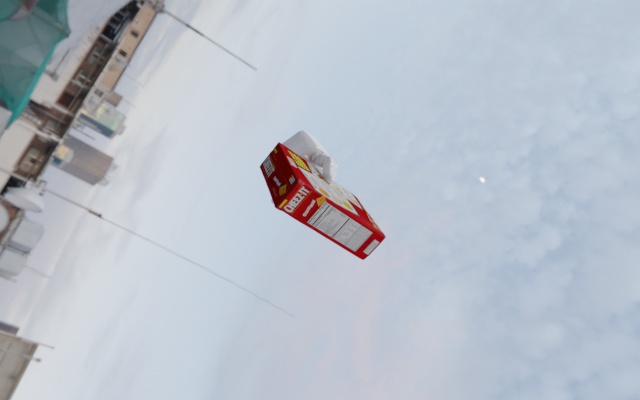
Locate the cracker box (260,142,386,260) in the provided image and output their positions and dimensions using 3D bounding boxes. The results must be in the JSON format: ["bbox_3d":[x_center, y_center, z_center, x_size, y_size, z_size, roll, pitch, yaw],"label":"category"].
[{"bbox_3d":[0.000,0.003,0.879,0.214,0.072,0.164,33,14,-30],"label":"cracker box"}]
